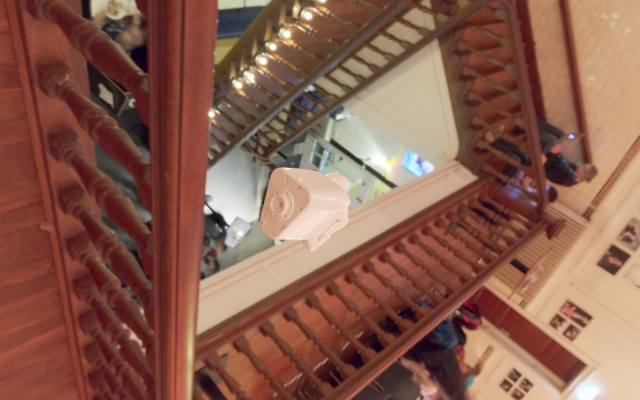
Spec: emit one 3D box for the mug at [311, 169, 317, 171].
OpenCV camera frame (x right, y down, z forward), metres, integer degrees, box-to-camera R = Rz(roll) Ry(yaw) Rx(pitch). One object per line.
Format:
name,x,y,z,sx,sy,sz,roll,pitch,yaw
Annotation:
mug,0.001,0.003,0.893,0.081,0.093,0.117,40,21,29
